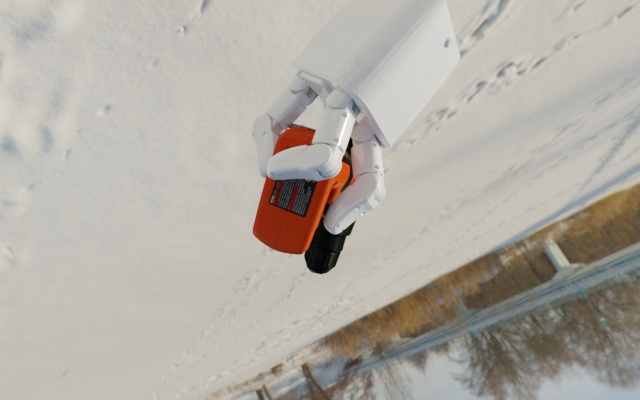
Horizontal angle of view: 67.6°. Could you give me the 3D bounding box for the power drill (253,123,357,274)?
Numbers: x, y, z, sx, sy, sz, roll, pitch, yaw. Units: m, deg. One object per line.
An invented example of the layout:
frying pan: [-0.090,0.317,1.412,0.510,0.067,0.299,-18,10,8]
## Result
power drill: [0.000,0.001,0.481,0.057,0.184,0.187,18,9,15]
